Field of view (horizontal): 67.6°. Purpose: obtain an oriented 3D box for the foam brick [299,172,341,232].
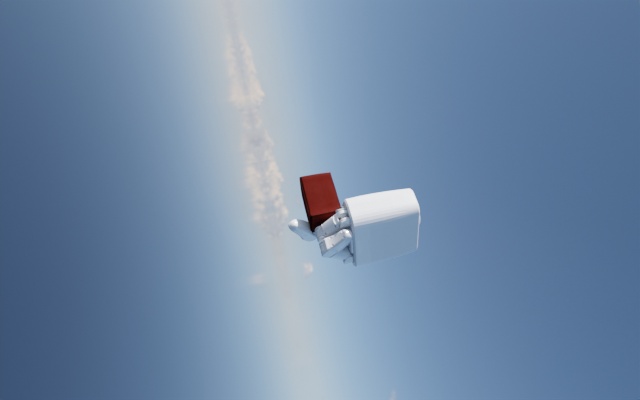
[{"bbox_3d":[0.000,0.002,0.765,0.051,0.078,0.053,-12,-32,-6],"label":"foam brick"}]
